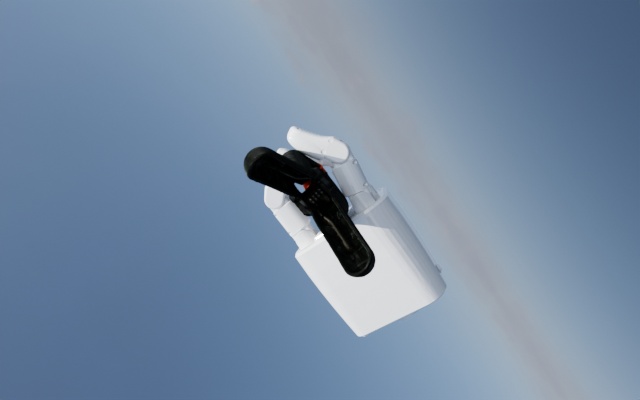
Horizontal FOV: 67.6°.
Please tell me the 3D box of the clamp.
[{"bbox_3d":[0.000,0.002,0.401,0.039,0.120,0.171,-37,2,11],"label":"clamp"}]
